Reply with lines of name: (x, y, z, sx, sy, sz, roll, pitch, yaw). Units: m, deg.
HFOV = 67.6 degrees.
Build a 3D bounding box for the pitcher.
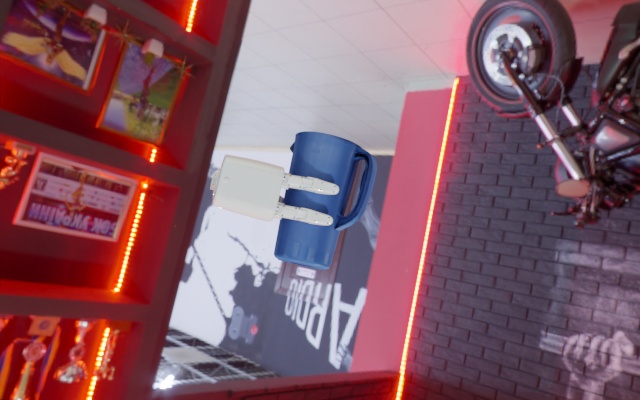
pitcher: (0.000, 0.003, 0.889, 0.145, 0.243, 0.149, 15, -7, -16)
